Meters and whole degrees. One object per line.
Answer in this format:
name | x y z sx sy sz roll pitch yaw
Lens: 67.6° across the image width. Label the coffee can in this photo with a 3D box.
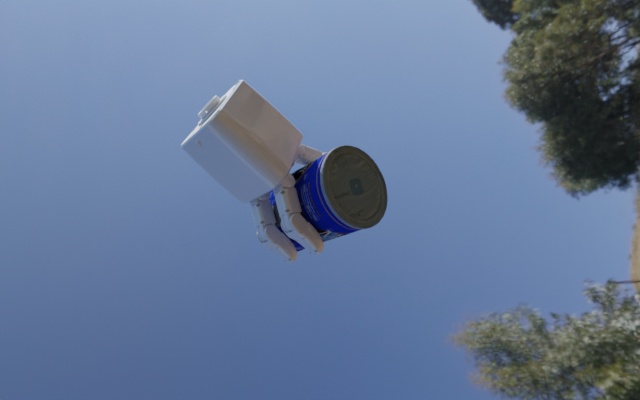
coffee can | 0.000 0.002 0.611 0.103 0.102 0.140 0 -16 -40
